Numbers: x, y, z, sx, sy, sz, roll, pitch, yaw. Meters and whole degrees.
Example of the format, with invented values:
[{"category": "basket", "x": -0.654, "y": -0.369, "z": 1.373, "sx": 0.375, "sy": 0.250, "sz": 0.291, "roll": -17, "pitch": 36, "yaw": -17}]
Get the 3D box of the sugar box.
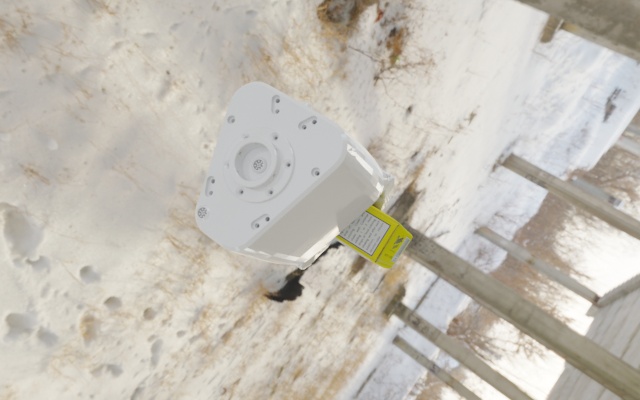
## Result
[{"category": "sugar box", "x": 0.000, "y": 0.001, "z": 0.468, "sx": 0.176, "sy": 0.048, "sz": 0.093, "roll": 34, "pitch": 0, "yaw": 20}]
